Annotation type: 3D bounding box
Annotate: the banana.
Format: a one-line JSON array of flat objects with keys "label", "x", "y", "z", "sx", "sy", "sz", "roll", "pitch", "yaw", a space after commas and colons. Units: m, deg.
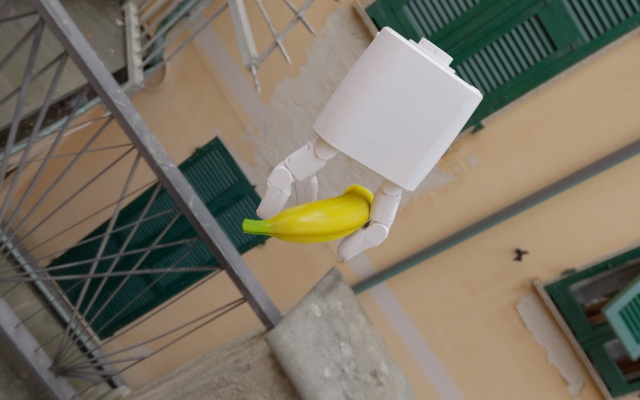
[{"label": "banana", "x": 0.014, "y": 0.008, "z": 0.467, "sx": 0.069, "sy": 0.037, "sz": 0.198, "roll": 23, "pitch": 19, "yaw": 28}]
